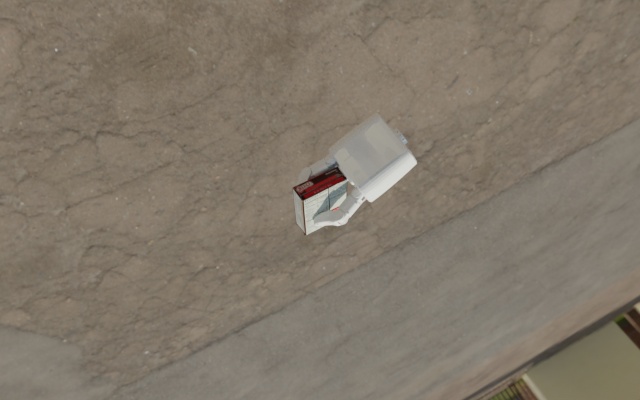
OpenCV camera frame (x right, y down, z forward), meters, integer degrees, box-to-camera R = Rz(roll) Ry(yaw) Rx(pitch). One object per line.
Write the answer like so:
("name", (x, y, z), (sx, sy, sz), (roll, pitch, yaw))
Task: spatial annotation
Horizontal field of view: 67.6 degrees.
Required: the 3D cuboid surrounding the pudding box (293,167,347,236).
("pudding box", (0.000, 0.003, 0.840), (0.090, 0.039, 0.114), (-25, -35, -17))
